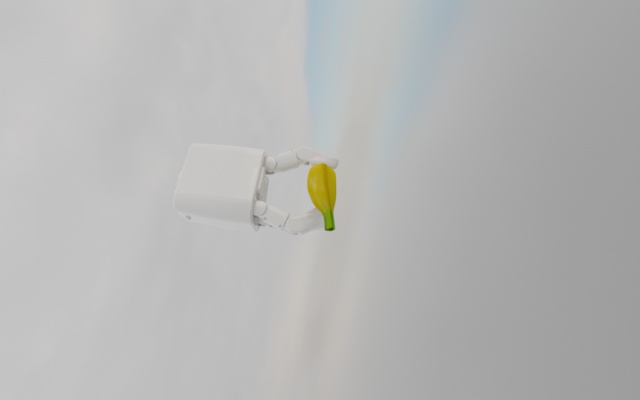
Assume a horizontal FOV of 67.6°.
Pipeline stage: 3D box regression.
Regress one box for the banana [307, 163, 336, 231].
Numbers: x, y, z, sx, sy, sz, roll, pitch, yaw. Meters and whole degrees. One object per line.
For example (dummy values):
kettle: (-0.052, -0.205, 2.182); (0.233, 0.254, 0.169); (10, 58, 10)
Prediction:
banana: (0.001, -0.016, 0.625); (0.037, 0.069, 0.197); (3, 10, 0)
